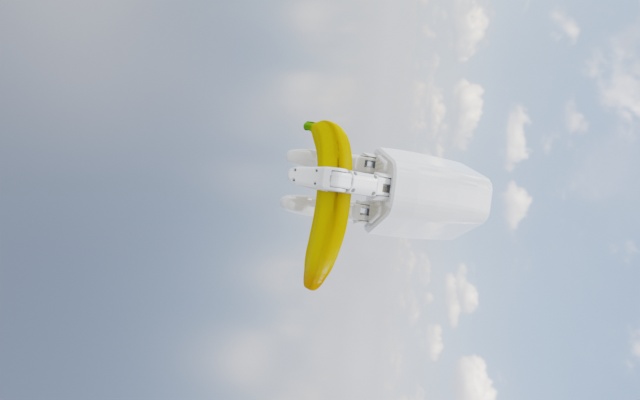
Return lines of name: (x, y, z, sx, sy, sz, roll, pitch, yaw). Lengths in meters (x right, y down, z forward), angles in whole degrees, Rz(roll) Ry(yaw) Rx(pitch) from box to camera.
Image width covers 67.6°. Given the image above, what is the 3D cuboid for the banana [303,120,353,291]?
banana: (0.007, -0.008, 0.501, 0.037, 0.197, 0.070, 10, -23, -21)
